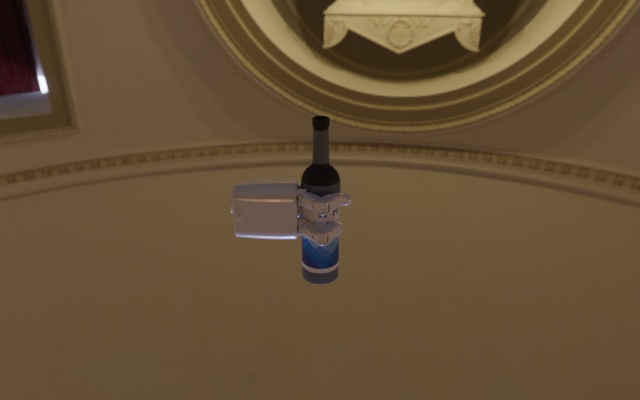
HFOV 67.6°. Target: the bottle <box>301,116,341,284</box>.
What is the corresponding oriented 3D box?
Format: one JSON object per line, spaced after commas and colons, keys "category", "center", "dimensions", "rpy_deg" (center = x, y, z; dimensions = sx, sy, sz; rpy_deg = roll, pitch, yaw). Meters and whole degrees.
{"category": "bottle", "center": [0.000, 0.003, 0.814], "dimensions": [0.069, 0.296, 0.069], "rpy_deg": [0, 26, 0]}
